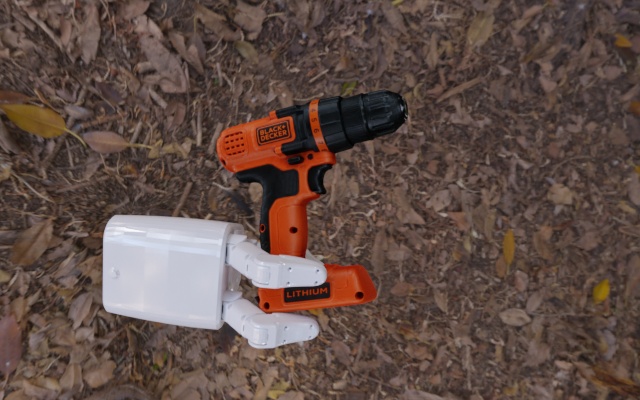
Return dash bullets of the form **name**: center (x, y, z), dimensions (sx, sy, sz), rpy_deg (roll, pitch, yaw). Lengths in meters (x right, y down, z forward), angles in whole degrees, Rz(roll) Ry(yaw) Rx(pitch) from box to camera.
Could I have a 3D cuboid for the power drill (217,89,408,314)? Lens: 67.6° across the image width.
- **power drill**: center (0.000, 0.002, 0.436), dimensions (0.184, 0.187, 0.057), rpy_deg (-12, -10, 19)
